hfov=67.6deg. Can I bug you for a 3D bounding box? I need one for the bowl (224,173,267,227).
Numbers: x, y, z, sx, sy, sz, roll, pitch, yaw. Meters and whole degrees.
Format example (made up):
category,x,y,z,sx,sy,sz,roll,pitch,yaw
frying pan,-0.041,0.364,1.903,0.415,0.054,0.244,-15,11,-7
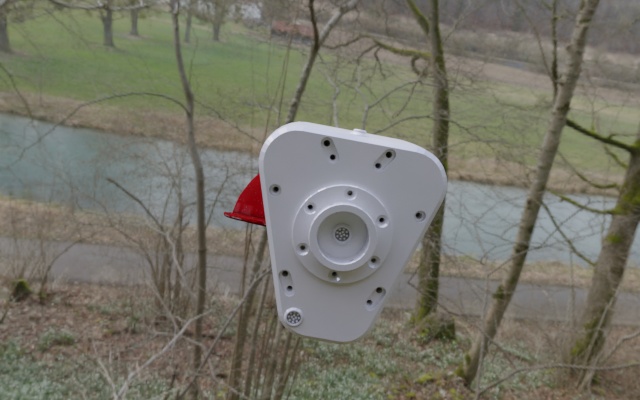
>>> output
category,x,y,z,sx,sy,sz,roll,pitch,yaw
bowl,0.000,0.001,0.422,0.162,0.055,0.162,10,-2,0
